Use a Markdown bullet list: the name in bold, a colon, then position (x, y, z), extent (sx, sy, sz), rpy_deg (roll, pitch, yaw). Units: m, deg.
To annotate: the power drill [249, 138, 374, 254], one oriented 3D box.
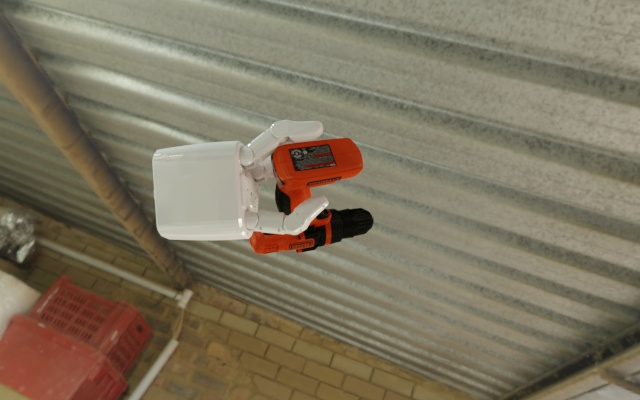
- **power drill**: position (0.000, 0.002, 0.630), extent (0.184, 0.057, 0.188), rpy_deg (-10, -35, -17)
